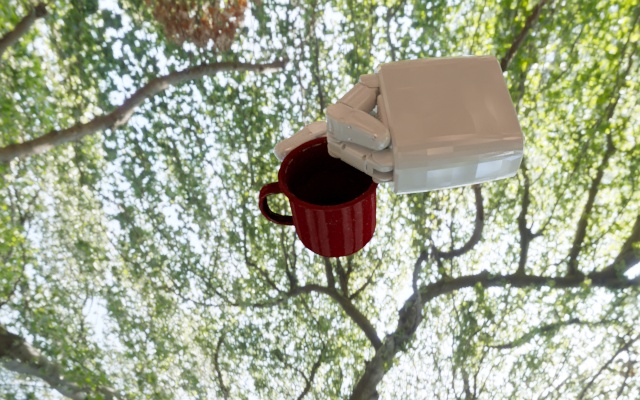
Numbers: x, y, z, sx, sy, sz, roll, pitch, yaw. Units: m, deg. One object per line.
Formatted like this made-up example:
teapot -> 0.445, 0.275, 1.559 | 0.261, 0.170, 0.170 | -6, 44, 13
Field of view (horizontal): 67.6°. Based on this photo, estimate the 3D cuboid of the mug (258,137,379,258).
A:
mug -> -0.001, 0.002, 0.451 | 0.117, 0.093, 0.082 | -7, -42, 1
